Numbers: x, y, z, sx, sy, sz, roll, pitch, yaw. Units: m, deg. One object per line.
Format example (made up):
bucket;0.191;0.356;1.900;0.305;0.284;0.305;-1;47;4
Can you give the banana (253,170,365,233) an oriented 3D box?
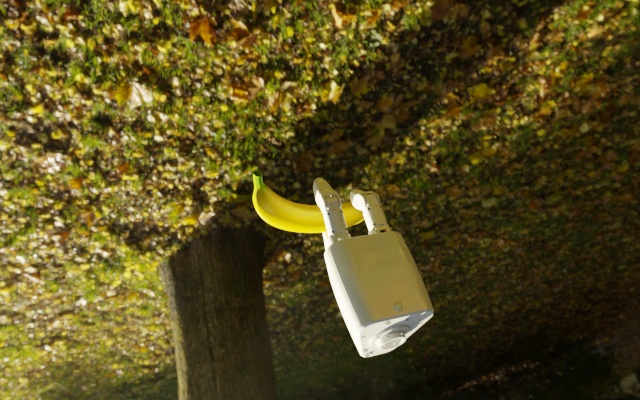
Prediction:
banana;-0.012;0.014;0.633;0.198;0.037;0.070;13;-51;-35
